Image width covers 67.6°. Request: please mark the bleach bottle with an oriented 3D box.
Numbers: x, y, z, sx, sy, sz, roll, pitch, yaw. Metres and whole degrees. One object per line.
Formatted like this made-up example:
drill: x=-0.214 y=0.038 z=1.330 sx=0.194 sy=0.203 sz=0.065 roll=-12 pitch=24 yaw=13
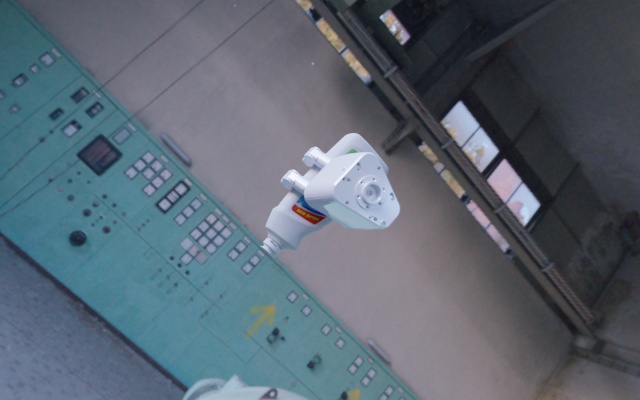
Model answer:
bleach bottle: x=0.000 y=0.003 z=0.813 sx=0.250 sy=0.102 sz=0.068 roll=-47 pitch=16 yaw=-16
